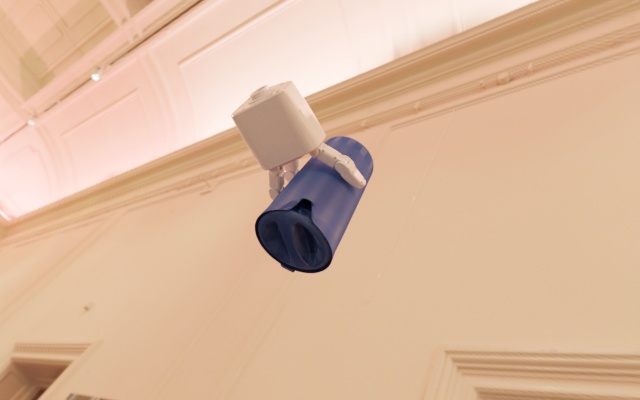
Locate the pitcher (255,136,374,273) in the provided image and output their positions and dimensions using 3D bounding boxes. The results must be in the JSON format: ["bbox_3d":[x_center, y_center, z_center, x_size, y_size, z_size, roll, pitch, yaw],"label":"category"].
[{"bbox_3d":[0.000,0.003,0.818,0.149,0.145,0.242,-14,30,38],"label":"pitcher"}]
